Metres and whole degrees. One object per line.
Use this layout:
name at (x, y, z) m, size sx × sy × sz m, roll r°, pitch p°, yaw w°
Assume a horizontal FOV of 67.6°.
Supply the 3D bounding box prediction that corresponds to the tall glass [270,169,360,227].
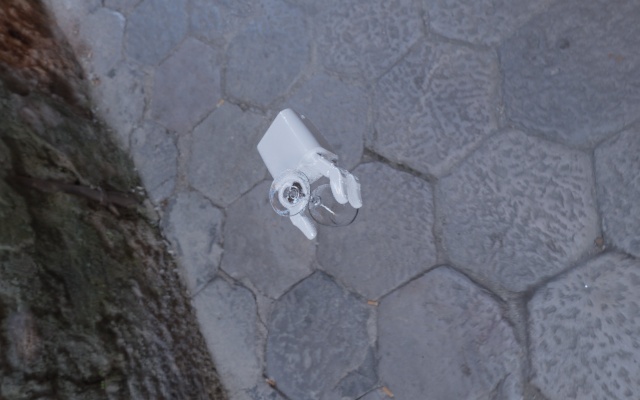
tall glass at (0.000, 0.003, 0.814) m, size 0.079 × 0.079 × 0.201 m, roll 0°, pitch -9°, yaw 29°
